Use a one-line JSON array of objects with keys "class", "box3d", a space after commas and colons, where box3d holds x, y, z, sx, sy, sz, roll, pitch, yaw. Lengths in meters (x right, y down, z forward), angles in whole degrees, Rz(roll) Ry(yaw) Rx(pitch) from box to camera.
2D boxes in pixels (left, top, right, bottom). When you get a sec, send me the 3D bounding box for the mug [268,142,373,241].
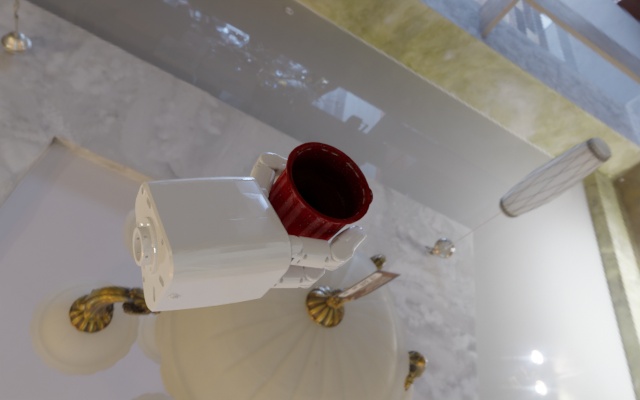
[{"class": "mug", "box3d": [0.001, 0.002, 0.493, 0.117, 0.093, 0.081, -1, -30, -35]}]
